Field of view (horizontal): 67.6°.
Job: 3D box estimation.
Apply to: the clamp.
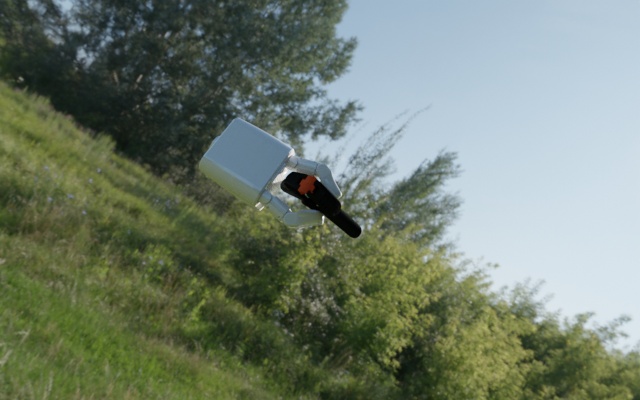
[{"bbox_3d":[0.000,0.002,0.739,0.164,0.036,0.210,33,-6,4],"label":"clamp"}]
